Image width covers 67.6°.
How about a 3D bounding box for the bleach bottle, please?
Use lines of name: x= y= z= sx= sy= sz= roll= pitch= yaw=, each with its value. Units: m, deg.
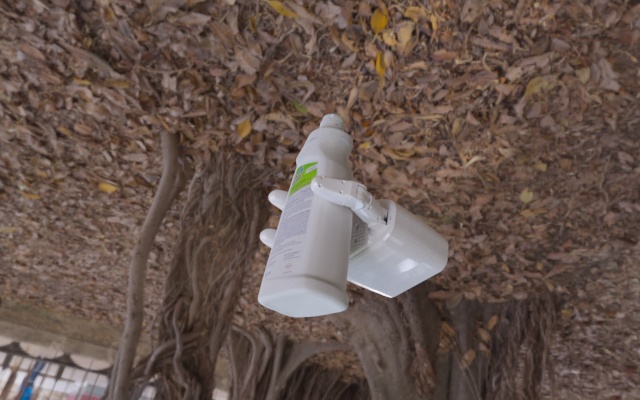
bleach bottle: x=0.000 y=0.002 z=0.551 sx=0.068 sy=0.250 sz=0.102 roll=31 pitch=-34 yaw=-30
